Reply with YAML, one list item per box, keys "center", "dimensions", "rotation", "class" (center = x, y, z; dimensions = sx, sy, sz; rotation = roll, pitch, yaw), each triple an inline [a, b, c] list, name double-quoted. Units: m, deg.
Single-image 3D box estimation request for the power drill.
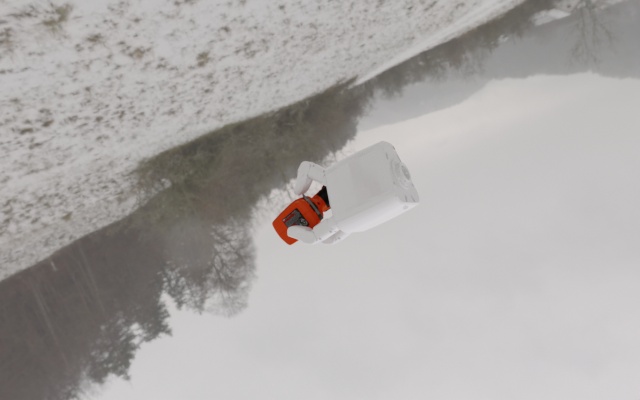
- center: [0.000, 0.003, 0.854]
  dimensions: [0.187, 0.057, 0.184]
  rotation: [-40, -2, -42]
  class: "power drill"
